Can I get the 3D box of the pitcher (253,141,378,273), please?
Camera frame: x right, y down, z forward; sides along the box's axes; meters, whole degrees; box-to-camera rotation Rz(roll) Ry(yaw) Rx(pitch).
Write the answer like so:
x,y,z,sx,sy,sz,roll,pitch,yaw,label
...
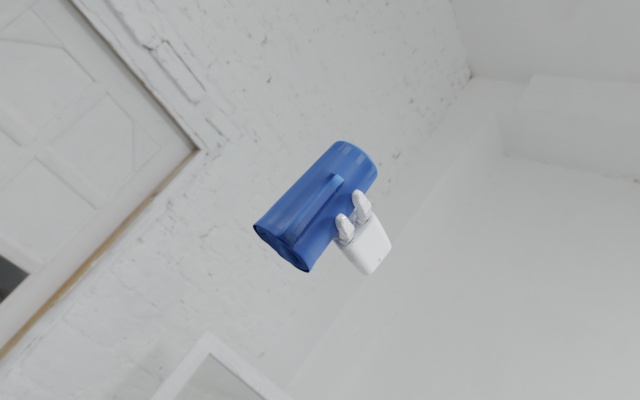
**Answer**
x,y,z,sx,sy,sz,roll,pitch,yaw,label
0.000,0.003,0.888,0.149,0.242,0.145,22,-24,45,pitcher
